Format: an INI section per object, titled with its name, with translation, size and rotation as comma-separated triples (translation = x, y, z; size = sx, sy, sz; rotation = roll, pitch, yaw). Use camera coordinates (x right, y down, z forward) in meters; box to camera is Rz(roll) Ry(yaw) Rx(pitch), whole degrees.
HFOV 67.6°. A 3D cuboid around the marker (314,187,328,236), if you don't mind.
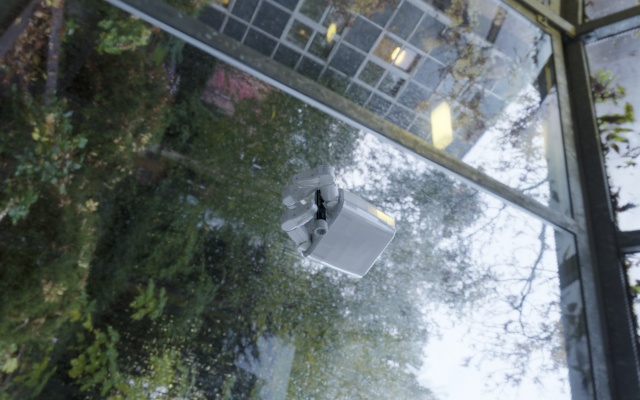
[marker]
translation = 0.000, 0.002, 0.698
size = 0.020, 0.020, 0.121
rotation = 0, 42, -1
